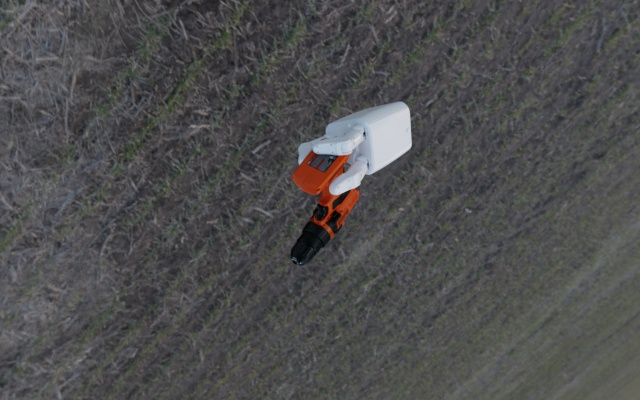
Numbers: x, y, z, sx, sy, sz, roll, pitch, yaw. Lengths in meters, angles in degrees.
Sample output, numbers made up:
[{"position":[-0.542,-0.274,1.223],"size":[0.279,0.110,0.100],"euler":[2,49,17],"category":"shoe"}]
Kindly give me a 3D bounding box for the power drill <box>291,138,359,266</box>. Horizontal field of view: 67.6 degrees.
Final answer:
[{"position":[0.000,0.002,0.801],"size":[0.057,0.184,0.188],"euler":[26,-28,20],"category":"power drill"}]
